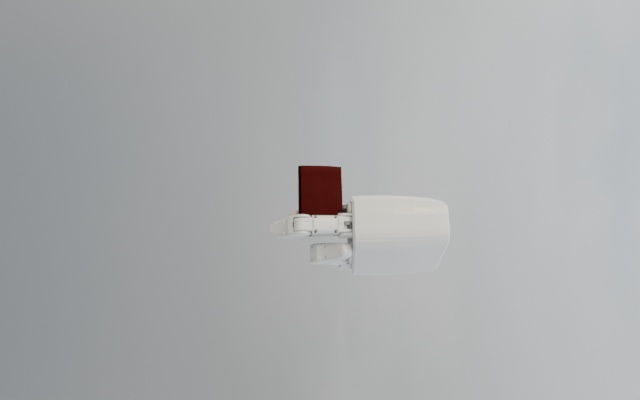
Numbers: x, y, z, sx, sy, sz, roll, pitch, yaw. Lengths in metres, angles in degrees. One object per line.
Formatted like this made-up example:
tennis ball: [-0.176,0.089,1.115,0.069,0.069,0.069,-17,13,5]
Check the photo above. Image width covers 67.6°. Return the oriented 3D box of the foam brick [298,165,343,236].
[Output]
foam brick: [0.000,0.002,0.576,0.051,0.078,0.053,-1,-13,1]
